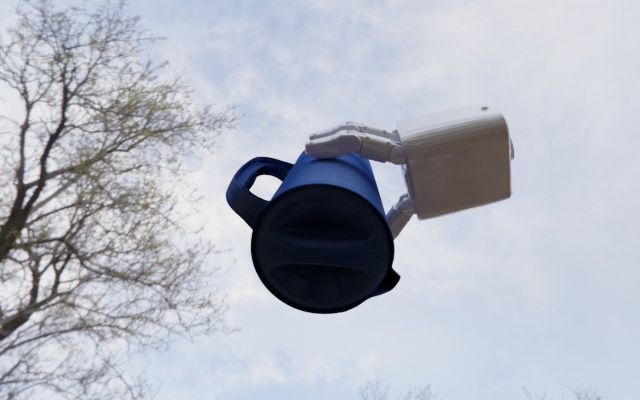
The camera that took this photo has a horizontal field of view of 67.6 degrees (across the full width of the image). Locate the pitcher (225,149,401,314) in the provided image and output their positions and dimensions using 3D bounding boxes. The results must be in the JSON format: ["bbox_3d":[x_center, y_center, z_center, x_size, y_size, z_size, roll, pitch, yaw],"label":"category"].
[{"bbox_3d":[0.000,0.002,0.540,0.145,0.149,0.242,-15,19,9],"label":"pitcher"}]
